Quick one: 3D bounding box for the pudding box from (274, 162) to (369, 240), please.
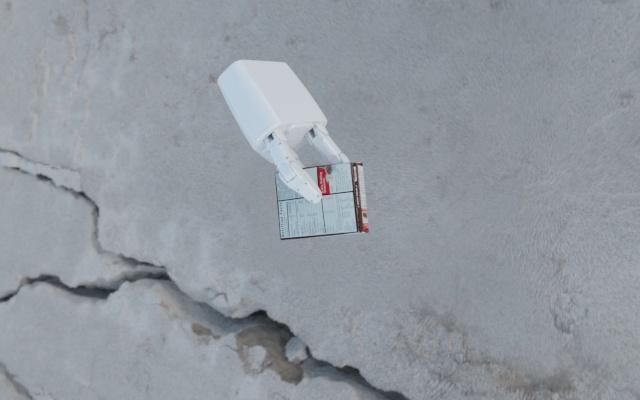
[{"bbox_3d":[0.000,0.002,0.603,0.113,0.090,0.039,-7,-3,26],"label":"pudding box"}]
